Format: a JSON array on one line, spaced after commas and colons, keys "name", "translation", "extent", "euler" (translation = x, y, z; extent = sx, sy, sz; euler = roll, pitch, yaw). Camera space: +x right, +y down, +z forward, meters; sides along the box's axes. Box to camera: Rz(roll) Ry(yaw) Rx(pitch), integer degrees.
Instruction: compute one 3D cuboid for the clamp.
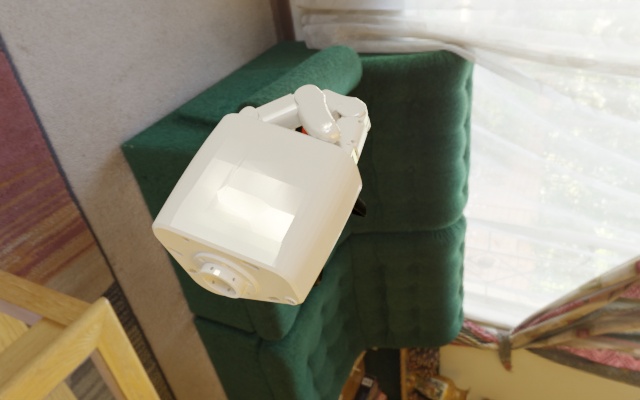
[{"name": "clamp", "translation": [0.001, 0.001, 0.452], "extent": [0.039, 0.120, 0.172], "euler": [10, -35, 26]}]
